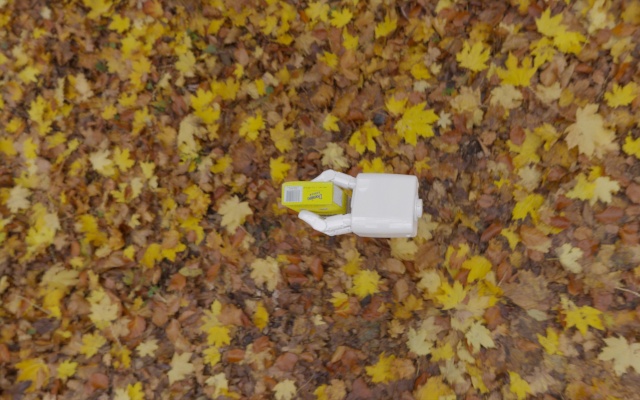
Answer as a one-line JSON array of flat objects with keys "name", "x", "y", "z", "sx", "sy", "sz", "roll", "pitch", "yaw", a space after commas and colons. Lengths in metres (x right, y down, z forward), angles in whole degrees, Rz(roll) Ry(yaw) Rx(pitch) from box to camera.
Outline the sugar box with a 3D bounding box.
[{"name": "sugar box", "x": 0.000, "y": 0.003, "z": 0.890, "sx": 0.093, "sy": 0.048, "sz": 0.176, "roll": 0, "pitch": -12, "yaw": 17}]
